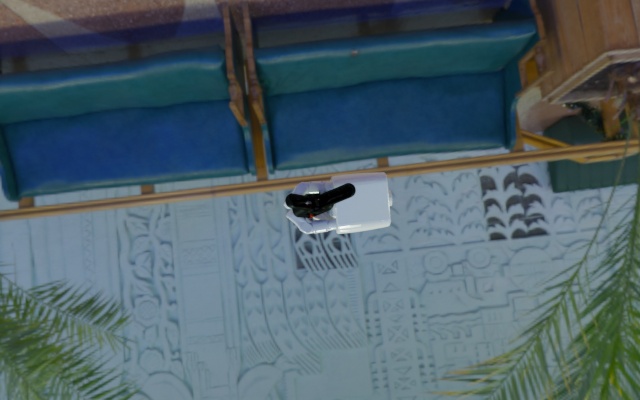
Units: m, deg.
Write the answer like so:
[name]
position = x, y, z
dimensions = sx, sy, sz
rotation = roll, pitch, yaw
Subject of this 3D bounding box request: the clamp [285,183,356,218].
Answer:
[clamp]
position = 0.000, 0.003, 0.864
dimensions = 0.120, 0.039, 0.171
rotation = -6, -7, -2
